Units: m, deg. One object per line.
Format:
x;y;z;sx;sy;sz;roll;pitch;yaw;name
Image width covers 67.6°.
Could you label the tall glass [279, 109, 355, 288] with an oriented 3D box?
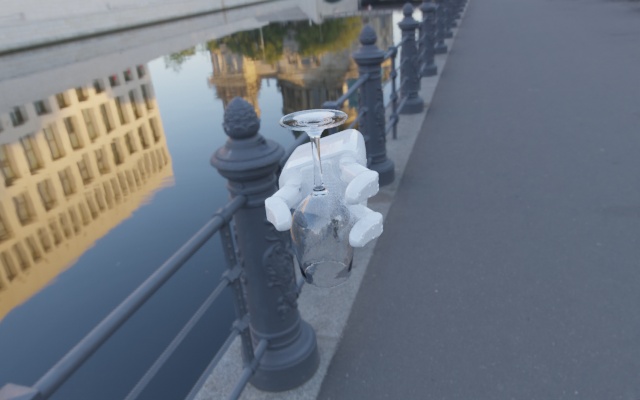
0.000;0.001;0.553;0.079;0.201;0.079;-4;25;2;tall glass
